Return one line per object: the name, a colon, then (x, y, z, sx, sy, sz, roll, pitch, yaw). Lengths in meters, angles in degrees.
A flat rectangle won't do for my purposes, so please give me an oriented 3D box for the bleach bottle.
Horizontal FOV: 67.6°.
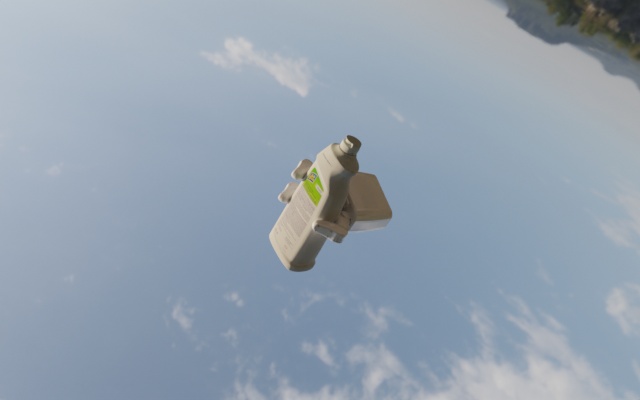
bleach bottle: (0.000, 0.003, 0.812, 0.068, 0.251, 0.102, 0, 43, -42)
